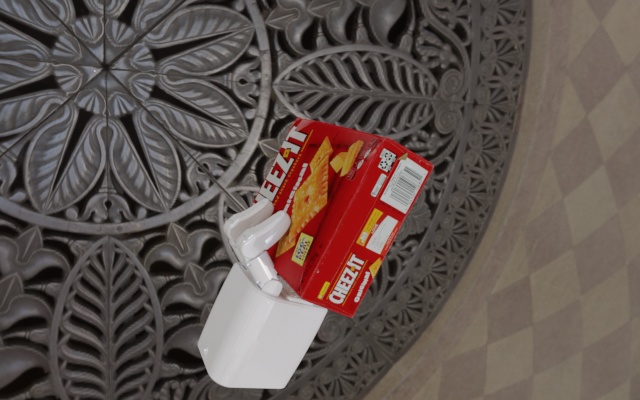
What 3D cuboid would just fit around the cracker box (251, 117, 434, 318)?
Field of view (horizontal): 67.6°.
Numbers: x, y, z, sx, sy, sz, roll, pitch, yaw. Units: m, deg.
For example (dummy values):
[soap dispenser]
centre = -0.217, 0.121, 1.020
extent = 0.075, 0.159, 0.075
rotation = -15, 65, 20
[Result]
[cracker box]
centre = 0.000, 0.002, 0.519
extent = 0.072, 0.164, 0.213
rotation = 27, 2, -29
